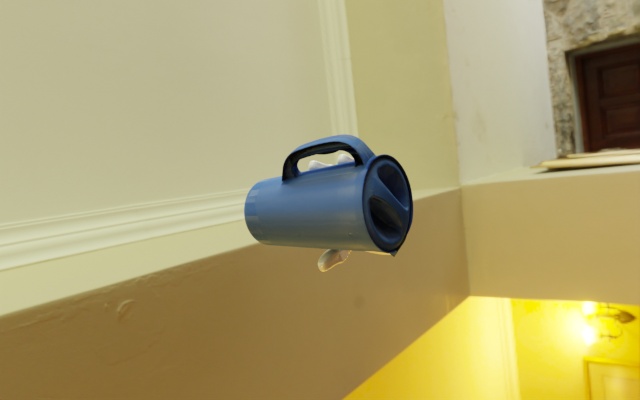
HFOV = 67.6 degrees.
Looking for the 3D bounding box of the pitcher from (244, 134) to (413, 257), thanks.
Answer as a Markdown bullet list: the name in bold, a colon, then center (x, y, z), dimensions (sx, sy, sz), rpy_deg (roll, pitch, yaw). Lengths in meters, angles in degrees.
- **pitcher**: center (0.000, 0.002, 0.705), dimensions (0.243, 0.149, 0.145), rpy_deg (-5, -15, 38)
